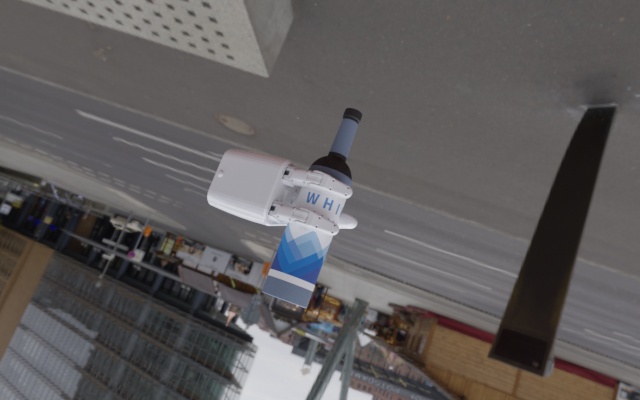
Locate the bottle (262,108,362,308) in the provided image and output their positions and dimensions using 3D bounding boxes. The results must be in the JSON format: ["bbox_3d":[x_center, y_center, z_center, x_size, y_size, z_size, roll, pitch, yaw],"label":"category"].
[{"bbox_3d":[0.000,0.003,0.687,0.069,0.295,0.069,20,-12,4],"label":"bottle"}]
